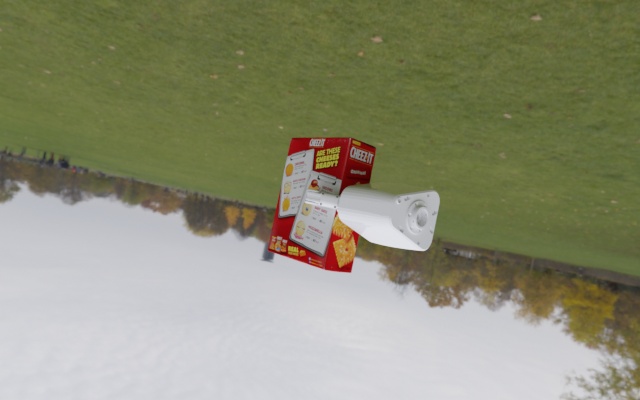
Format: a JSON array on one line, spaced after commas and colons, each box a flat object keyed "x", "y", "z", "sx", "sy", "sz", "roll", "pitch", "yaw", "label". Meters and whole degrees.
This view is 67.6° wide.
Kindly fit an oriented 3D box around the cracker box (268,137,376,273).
[{"x": 0.000, "y": 0.003, "z": 0.825, "sx": 0.072, "sy": 0.213, "sz": 0.164, "roll": 14, "pitch": -3, "yaw": -40, "label": "cracker box"}]
